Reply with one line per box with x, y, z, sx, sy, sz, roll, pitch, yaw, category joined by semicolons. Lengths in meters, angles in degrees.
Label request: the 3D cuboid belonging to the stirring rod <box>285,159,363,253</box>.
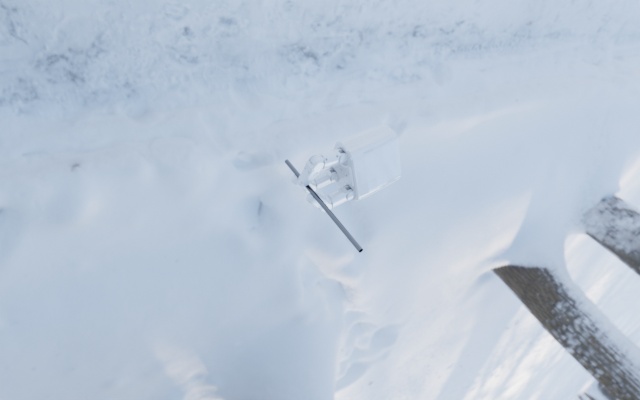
0.000;0.003;0.810;0.011;0.011;0.239;0;39;-42;stirring rod
